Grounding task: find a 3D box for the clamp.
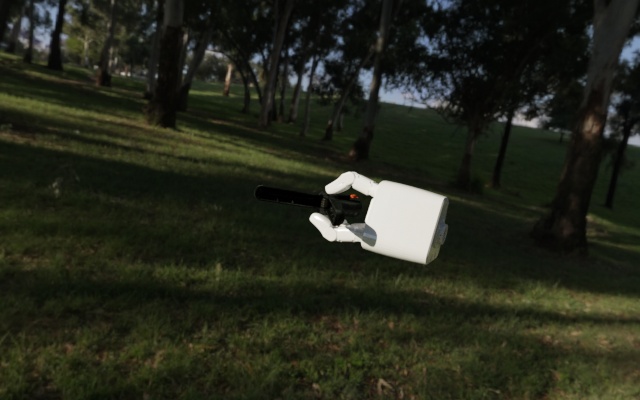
[{"bbox_3d":[0.001,0.002,0.807,0.164,0.036,0.210,18,10,24],"label":"clamp"}]
